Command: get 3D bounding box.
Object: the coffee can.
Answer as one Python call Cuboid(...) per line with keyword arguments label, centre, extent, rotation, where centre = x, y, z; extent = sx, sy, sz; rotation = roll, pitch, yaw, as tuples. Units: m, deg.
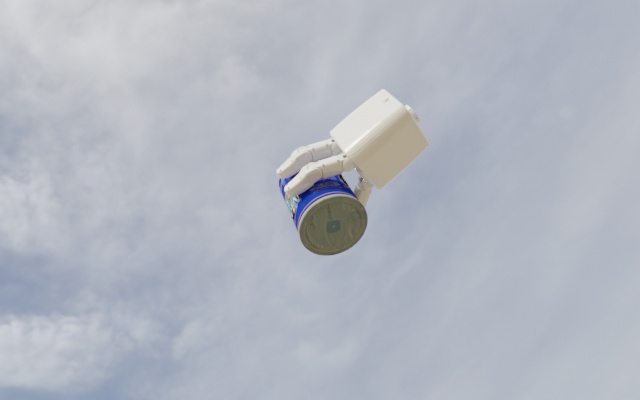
Cuboid(label="coffee can", centre=(0.000, 0.003, 0.734), extent=(0.103, 0.103, 0.140), rotation=(0, 31, -19))
